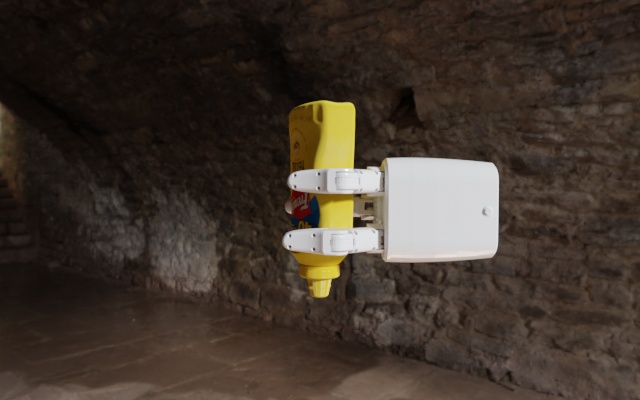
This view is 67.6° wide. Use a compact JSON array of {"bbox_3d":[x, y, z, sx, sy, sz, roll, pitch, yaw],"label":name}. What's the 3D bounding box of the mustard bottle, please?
[{"bbox_3d":[0.000,0.001,0.485,0.058,0.191,0.096,-1,2,-24],"label":"mustard bottle"}]
